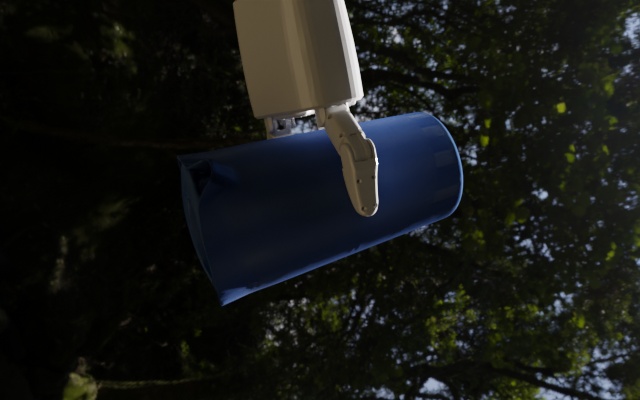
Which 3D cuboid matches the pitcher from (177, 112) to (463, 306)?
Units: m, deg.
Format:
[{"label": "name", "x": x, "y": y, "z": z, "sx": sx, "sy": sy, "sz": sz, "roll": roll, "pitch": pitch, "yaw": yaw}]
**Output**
[{"label": "pitcher", "x": 0.000, "y": 0.001, "z": 0.448, "sx": 0.243, "sy": 0.145, "sz": 0.149, "roll": -16, "pitch": 13, "yaw": -16}]
